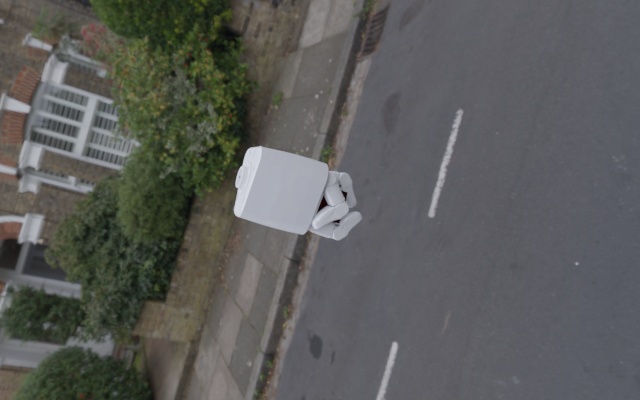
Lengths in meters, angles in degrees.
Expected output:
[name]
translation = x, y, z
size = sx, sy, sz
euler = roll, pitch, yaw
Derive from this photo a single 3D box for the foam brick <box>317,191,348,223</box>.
[foam brick]
translation = 0.000, 0.003, 0.766
size = 0.051, 0.053, 0.078
euler = 15, -2, -22
